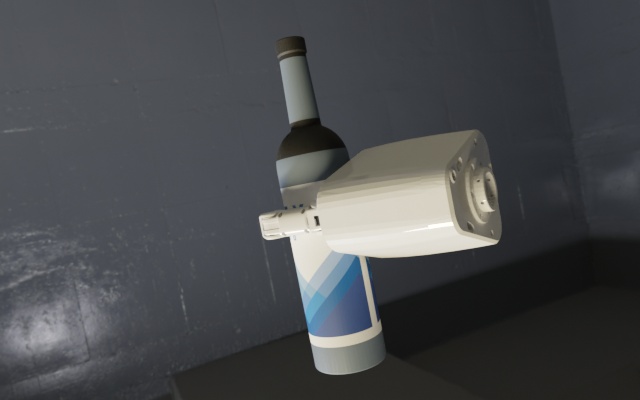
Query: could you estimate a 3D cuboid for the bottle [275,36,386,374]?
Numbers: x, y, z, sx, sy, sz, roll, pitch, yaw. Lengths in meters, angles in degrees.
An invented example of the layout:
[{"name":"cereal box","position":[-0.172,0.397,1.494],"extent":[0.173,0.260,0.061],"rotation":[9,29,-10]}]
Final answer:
[{"name":"bottle","position":[0.000,0.002,0.433],"extent":[0.069,0.296,0.069],"rotation":[-11,2,0]}]
